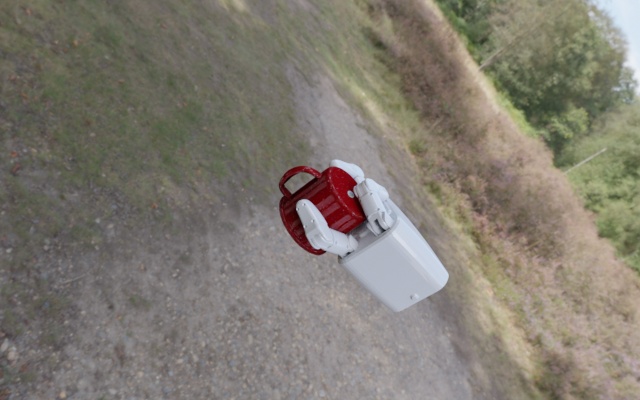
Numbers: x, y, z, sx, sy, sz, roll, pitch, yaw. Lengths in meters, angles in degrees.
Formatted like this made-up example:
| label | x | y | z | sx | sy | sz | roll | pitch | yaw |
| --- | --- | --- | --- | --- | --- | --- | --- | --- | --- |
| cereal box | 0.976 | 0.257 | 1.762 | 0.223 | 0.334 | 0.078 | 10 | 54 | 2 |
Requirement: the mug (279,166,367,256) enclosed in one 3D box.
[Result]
| label | x | y | z | sx | sy | sz | roll | pitch | yaw |
| --- | --- | --- | --- | --- | --- | --- | --- | --- | --- |
| mug | -0.001 | 0.001 | 0.604 | 0.081 | 0.117 | 0.093 | -36 | 20 | 26 |
